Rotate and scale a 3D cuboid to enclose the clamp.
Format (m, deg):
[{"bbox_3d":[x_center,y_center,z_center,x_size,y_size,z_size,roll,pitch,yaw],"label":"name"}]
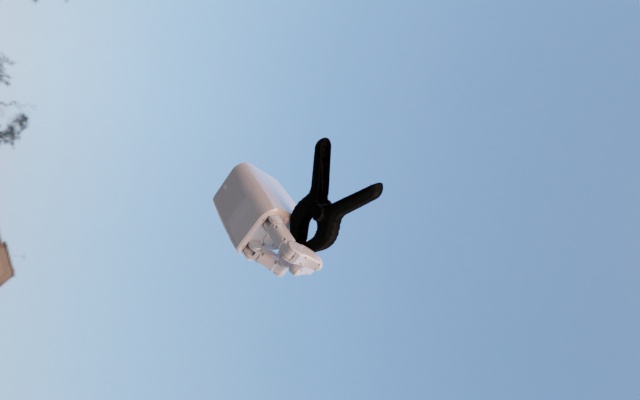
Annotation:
[{"bbox_3d":[0.000,0.002,0.659,0.039,0.120,0.171,8,-51,-49],"label":"clamp"}]
